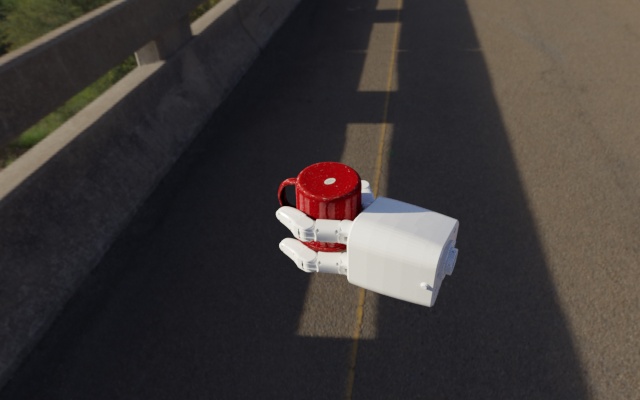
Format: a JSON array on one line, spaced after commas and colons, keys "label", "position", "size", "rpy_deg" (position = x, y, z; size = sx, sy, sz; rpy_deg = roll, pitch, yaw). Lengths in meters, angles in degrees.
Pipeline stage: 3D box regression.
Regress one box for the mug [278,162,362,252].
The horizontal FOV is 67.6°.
[{"label": "mug", "position": [-0.001, 0.001, 0.611], "size": [0.117, 0.082, 0.093], "rpy_deg": [16, 42, 20]}]
